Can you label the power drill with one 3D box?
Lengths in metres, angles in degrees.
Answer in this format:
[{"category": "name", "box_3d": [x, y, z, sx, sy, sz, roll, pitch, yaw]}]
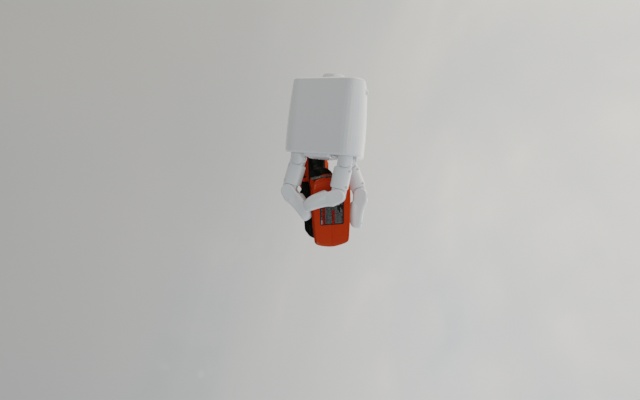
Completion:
[{"category": "power drill", "box_3d": [0.000, 0.002, 0.770, 0.057, 0.184, 0.187, -6, 21, -9]}]
